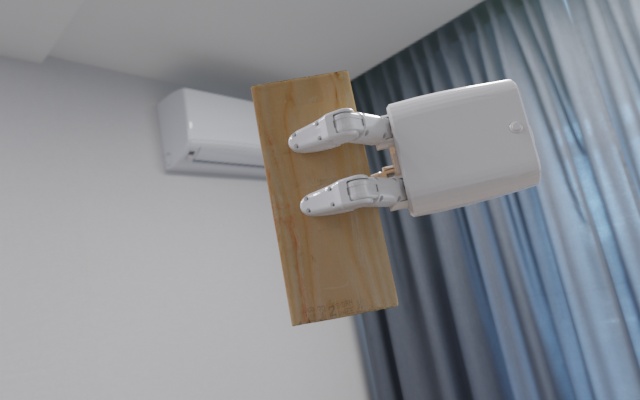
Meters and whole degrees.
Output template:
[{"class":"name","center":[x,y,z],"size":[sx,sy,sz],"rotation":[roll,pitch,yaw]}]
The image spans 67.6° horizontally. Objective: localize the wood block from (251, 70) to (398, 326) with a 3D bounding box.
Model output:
[{"class":"wood block","center":[0.000,0.001,0.438],"size":[0.090,0.206,0.091],"rotation":[-10,-11,-2]}]
